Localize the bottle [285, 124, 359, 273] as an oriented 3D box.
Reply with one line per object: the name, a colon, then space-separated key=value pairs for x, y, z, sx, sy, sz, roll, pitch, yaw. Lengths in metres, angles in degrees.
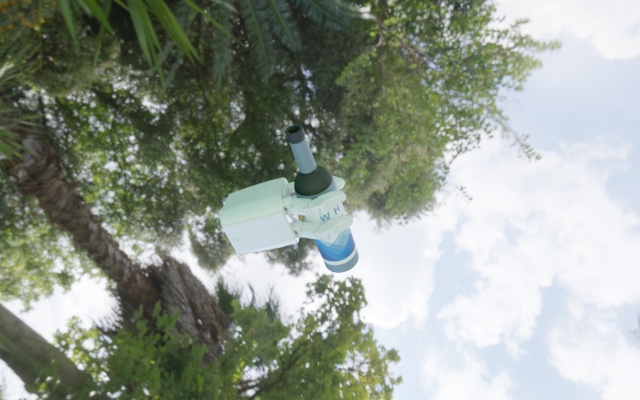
bottle: x=0.000 y=0.003 z=0.793 sx=0.069 sy=0.296 sz=0.069 roll=-12 pitch=40 yaw=10
